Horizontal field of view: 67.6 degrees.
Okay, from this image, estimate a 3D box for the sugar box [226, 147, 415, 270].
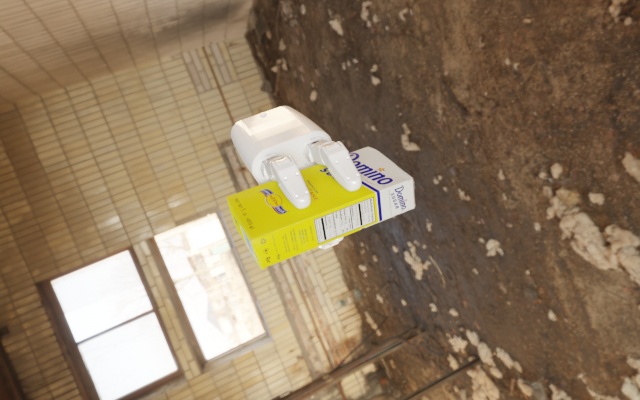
[{"bbox_3d":[0.000,0.001,0.501,0.176,0.048,0.093,-23,36,-15],"label":"sugar box"}]
